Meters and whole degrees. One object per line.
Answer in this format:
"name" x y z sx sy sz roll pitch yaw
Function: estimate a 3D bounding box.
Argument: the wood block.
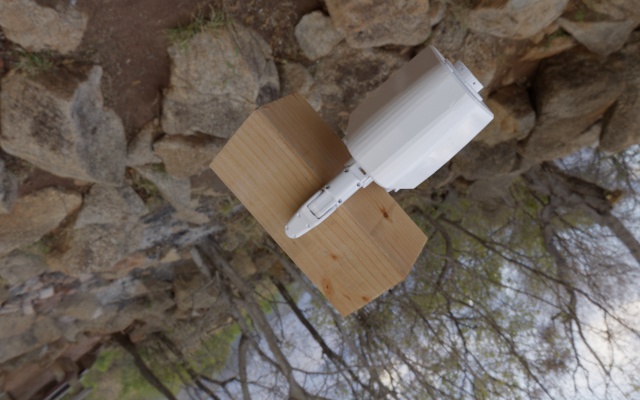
"wood block" 0.000 0.002 0.489 0.090 0.206 0.090 -42 0 34
